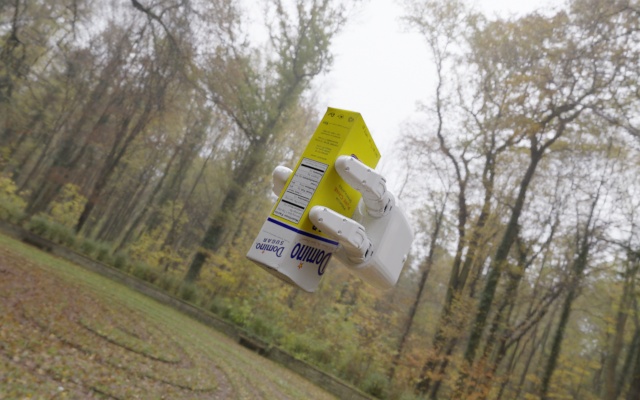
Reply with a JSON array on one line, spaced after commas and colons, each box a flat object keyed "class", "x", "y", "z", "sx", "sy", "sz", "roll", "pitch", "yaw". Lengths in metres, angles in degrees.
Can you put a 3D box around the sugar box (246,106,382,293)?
[{"class": "sugar box", "x": 0.001, "y": 0.002, "z": 0.492, "sx": 0.048, "sy": 0.176, "sz": 0.093, "roll": 17, "pitch": -16, "yaw": 29}]
